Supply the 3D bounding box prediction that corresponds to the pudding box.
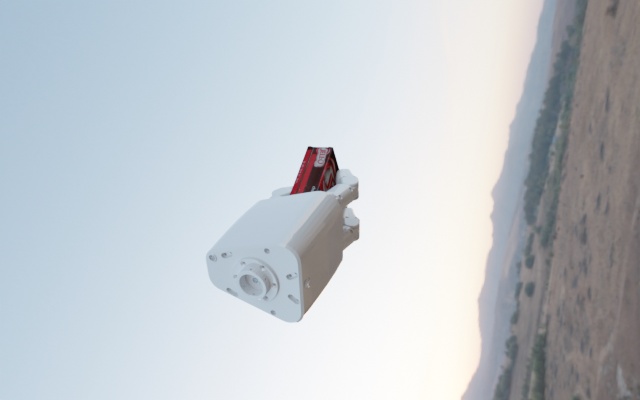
[{"bbox_3d":[0.000,0.002,0.591,0.039,0.090,0.114,8,-33,19],"label":"pudding box"}]
